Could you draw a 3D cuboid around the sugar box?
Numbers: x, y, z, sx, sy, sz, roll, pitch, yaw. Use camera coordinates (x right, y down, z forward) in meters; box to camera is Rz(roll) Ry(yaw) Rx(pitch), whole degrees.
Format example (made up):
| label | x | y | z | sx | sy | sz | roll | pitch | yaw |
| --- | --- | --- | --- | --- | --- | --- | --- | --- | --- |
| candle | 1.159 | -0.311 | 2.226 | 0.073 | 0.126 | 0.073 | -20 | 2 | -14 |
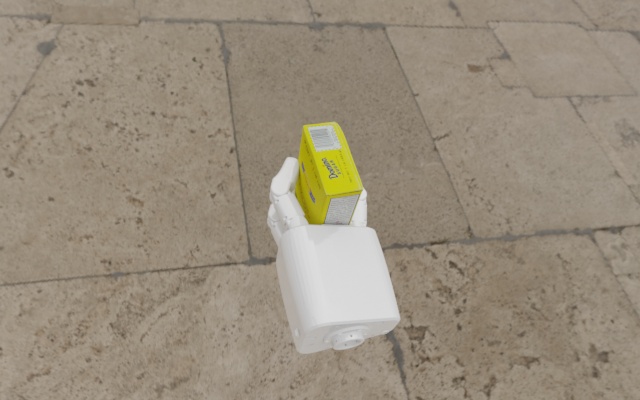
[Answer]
| label | x | y | z | sx | sy | sz | roll | pitch | yaw |
| --- | --- | --- | --- | --- | --- | --- | --- | --- | --- |
| sugar box | 0.000 | 0.002 | 0.553 | 0.048 | 0.093 | 0.176 | -8 | -31 | -16 |
